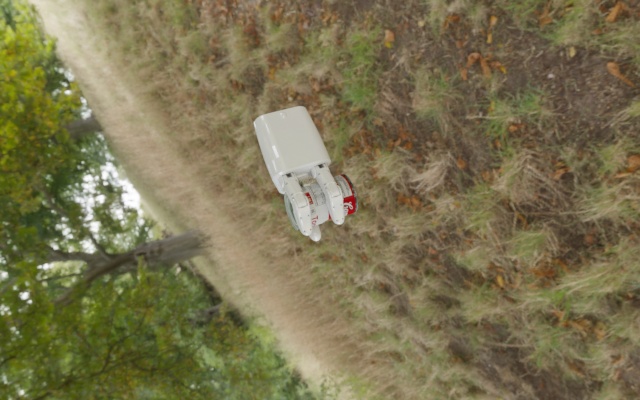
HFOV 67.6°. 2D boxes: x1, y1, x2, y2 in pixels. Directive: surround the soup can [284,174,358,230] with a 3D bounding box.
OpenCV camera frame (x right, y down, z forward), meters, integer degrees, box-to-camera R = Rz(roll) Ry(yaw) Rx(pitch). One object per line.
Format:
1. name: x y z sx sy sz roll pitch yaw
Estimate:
1. soup can: 0.000 0.003 0.773 0.102 0.068 0.068 -17 5 -18
